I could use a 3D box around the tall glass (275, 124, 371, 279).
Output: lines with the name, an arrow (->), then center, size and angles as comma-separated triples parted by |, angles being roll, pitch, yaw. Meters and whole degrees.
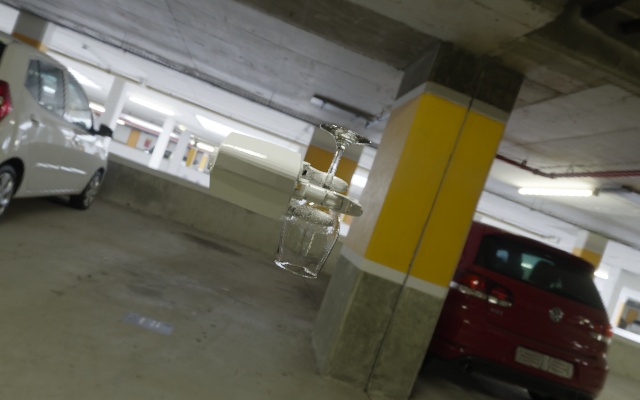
tall glass -> 0.000, 0.002, 0.654 | 0.079, 0.201, 0.079 | 20, -1, 0
